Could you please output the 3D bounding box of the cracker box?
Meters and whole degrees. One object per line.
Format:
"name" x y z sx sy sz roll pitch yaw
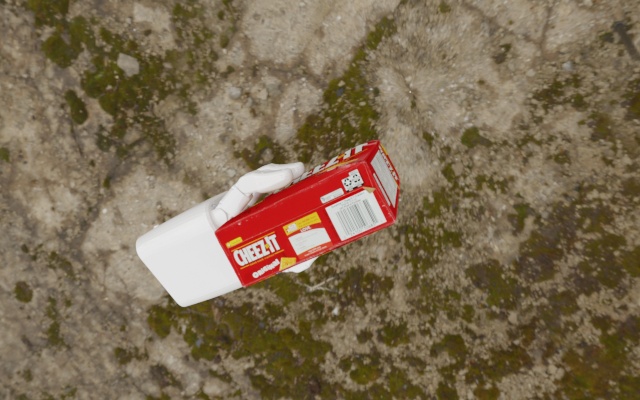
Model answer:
"cracker box" 0.000 0.002 0.536 0.164 0.072 0.213 -25 7 15
